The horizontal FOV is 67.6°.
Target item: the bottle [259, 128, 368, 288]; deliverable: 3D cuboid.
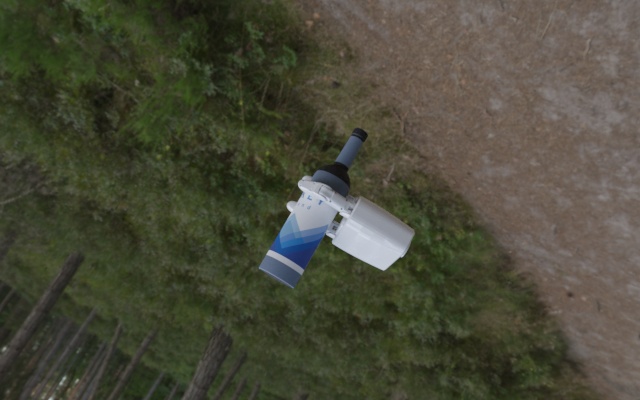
[{"bbox_3d":[0.000,0.003,0.808,0.069,0.295,0.069,28,-14,8],"label":"bottle"}]
